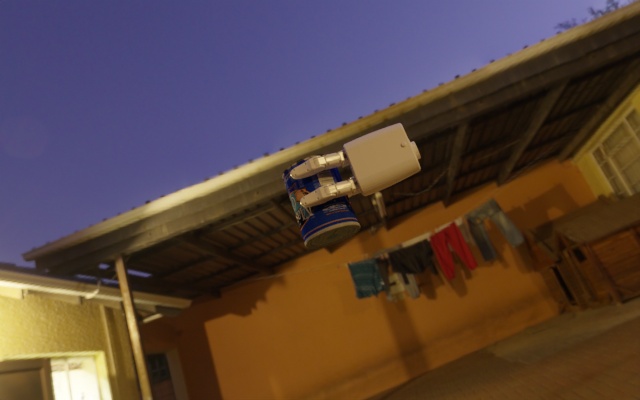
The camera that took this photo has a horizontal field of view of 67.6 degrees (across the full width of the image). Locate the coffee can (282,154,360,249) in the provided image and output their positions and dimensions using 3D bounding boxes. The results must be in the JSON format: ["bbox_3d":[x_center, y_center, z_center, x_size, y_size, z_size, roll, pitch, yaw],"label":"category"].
[{"bbox_3d":[0.000,0.003,0.860,0.103,0.140,0.103,-18,-19,-6],"label":"coffee can"}]
